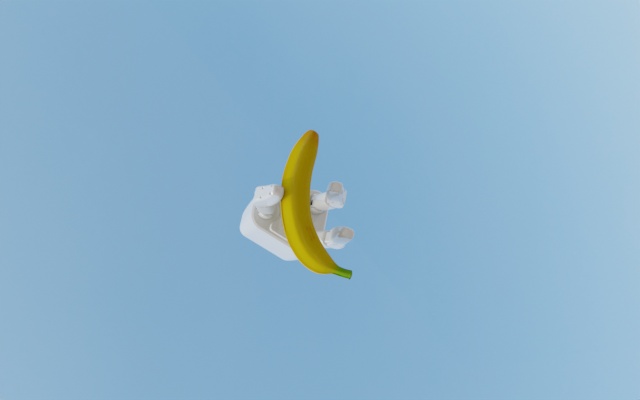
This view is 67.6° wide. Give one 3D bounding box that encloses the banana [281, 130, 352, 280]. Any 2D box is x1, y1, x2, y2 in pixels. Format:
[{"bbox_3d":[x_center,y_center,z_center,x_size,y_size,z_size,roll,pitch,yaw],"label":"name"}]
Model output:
[{"bbox_3d":[-0.017,0.009,0.601,0.069,0.197,0.037,-11,-10,-14],"label":"banana"}]
